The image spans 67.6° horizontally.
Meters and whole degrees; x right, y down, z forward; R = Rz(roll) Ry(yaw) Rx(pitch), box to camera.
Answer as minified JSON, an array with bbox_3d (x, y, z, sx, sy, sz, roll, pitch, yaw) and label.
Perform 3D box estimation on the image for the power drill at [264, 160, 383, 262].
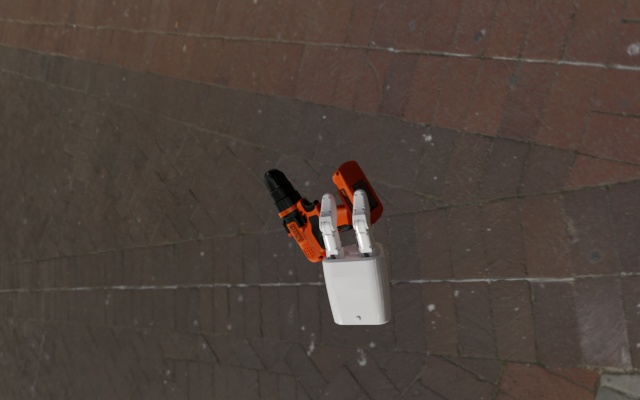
[{"bbox_3d":[0.001,0.003,0.804,0.188,0.184,0.057,-27,7,46],"label":"power drill"}]
